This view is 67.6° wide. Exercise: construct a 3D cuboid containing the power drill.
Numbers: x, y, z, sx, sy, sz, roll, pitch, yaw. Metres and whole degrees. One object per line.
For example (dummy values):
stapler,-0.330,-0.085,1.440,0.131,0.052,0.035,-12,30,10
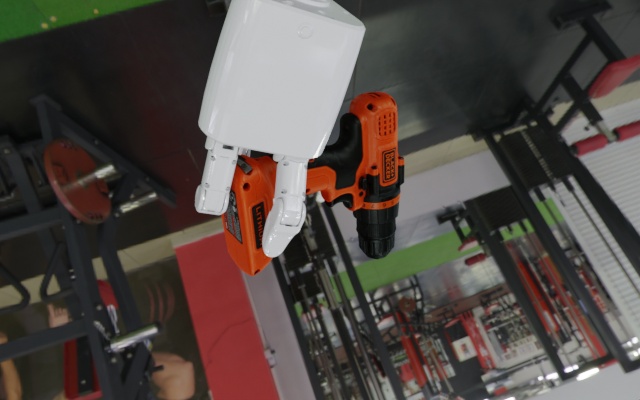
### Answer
power drill,0.000,0.001,0.461,0.187,0.184,0.057,-21,30,-29
